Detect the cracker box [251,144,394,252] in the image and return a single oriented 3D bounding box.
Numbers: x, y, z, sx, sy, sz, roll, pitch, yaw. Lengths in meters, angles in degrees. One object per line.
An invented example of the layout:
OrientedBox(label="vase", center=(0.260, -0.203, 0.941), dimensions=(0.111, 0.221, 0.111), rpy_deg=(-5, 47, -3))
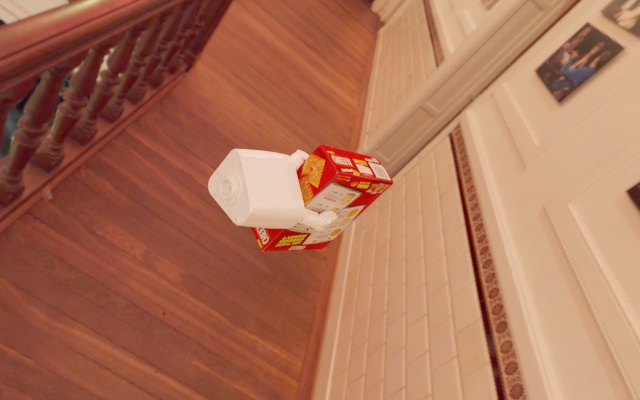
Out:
OrientedBox(label="cracker box", center=(0.000, 0.003, 0.852), dimensions=(0.164, 0.072, 0.214), rpy_deg=(5, -42, -48))
